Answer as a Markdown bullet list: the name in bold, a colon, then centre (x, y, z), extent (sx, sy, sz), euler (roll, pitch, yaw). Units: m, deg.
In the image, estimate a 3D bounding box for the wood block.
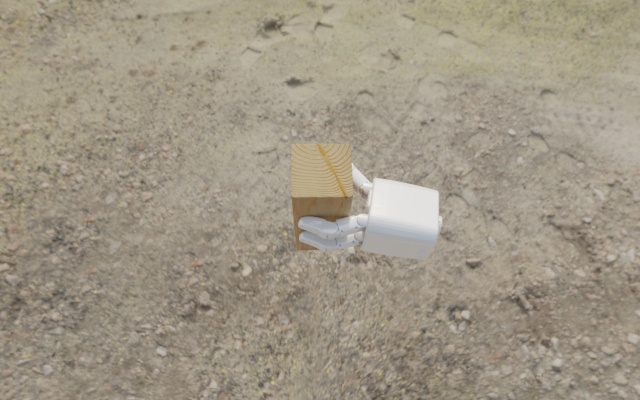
- **wood block**: centre (0.001, 0.002, 0.772), extent (0.090, 0.090, 0.206), euler (-1, -27, -1)
